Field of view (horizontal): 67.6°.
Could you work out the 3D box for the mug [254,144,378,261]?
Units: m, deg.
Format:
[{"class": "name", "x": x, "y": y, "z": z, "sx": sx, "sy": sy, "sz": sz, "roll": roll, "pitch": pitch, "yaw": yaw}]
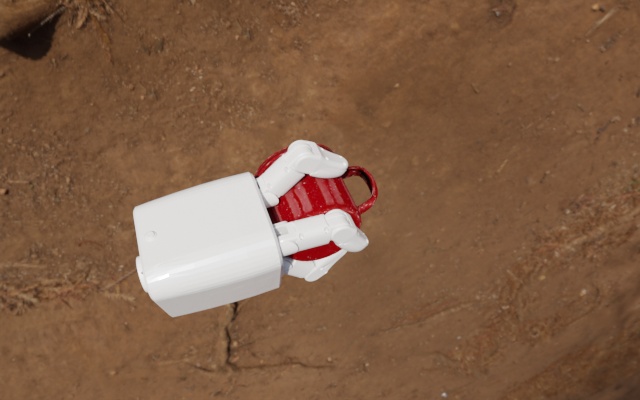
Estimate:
[{"class": "mug", "x": 0.002, "y": 0.001, "z": 0.468, "sx": 0.117, "sy": 0.081, "sz": 0.093, "roll": -17, "pitch": -37, "yaw": -10}]
